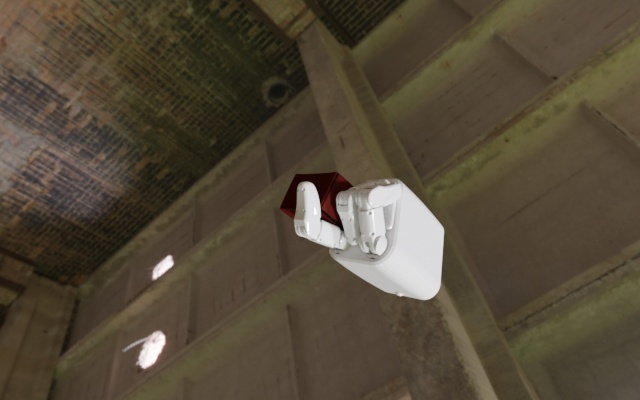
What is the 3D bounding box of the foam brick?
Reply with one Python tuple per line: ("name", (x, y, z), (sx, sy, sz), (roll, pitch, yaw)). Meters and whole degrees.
("foam brick", (0.000, 0.002, 0.571), (0.078, 0.053, 0.051), (2, -30, 49))
